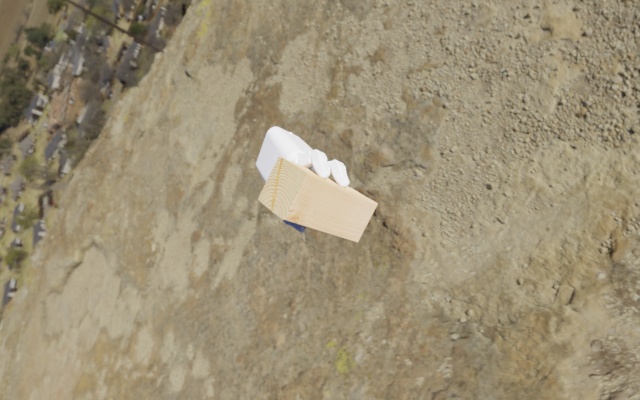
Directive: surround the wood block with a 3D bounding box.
[{"bbox_3d":[0.000,0.003,0.895,0.206,0.091,0.090,20,9,-45],"label":"wood block"}]
